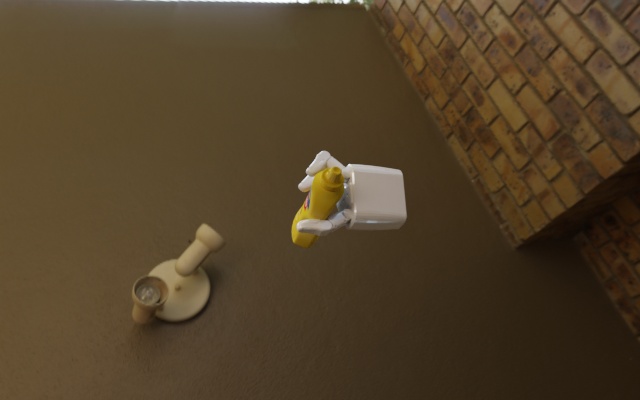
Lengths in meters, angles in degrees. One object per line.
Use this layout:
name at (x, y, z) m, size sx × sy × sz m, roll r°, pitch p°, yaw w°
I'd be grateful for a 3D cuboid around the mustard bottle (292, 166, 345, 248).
mustard bottle at (0.000, 0.003, 0.858) m, size 0.058 × 0.096 × 0.192 m, roll 23°, pitch -38°, yaw -4°
